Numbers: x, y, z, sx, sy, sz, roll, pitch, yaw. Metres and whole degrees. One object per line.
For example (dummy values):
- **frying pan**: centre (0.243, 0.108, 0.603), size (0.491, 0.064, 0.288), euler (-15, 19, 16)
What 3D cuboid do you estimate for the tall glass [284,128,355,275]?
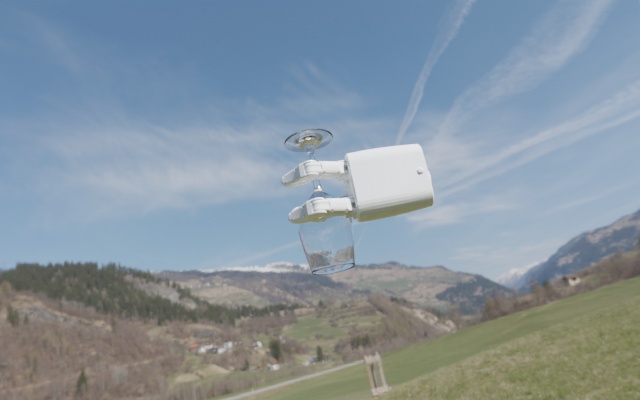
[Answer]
- **tall glass**: centre (0.000, 0.002, 0.688), size (0.079, 0.201, 0.079), euler (-10, -18, -3)
